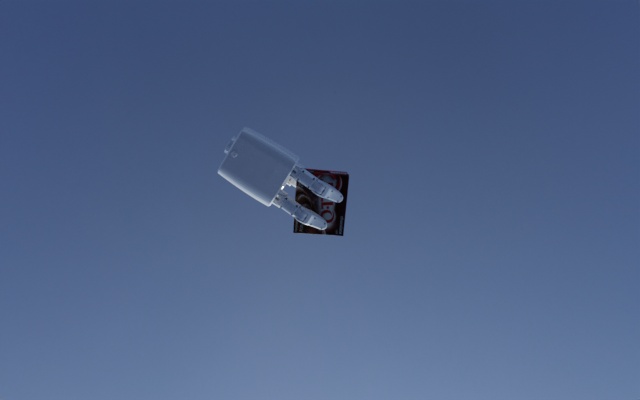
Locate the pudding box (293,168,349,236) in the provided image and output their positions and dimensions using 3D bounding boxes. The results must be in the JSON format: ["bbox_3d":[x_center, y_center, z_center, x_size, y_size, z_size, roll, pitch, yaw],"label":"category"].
[{"bbox_3d":[0.000,0.003,0.838,0.090,0.113,0.039,4,15,-3],"label":"pudding box"}]
